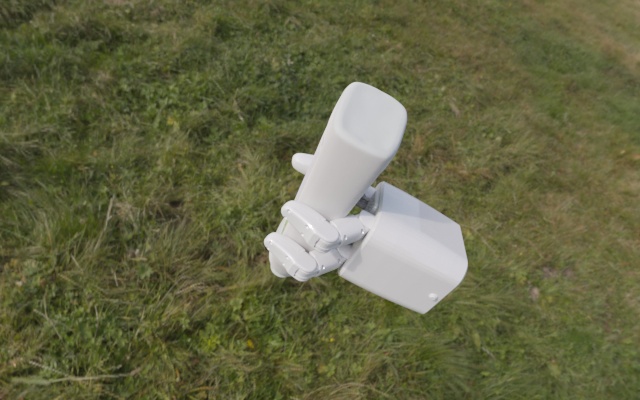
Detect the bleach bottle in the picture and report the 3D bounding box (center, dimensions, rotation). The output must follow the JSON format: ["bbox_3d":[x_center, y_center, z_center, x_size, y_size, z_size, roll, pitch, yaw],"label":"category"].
[{"bbox_3d":[0.000,0.002,0.515,0.068,0.102,0.251,28,-46,-4],"label":"bleach bottle"}]
